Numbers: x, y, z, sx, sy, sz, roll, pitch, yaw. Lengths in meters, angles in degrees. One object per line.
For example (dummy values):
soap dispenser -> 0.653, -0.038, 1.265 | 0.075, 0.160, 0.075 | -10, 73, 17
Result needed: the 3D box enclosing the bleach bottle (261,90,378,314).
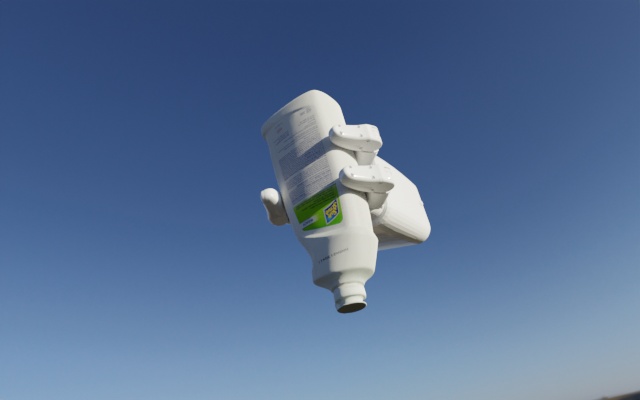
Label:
bleach bottle -> 0.000, 0.002, 0.522 | 0.102, 0.250, 0.068 | -32, -36, 28
